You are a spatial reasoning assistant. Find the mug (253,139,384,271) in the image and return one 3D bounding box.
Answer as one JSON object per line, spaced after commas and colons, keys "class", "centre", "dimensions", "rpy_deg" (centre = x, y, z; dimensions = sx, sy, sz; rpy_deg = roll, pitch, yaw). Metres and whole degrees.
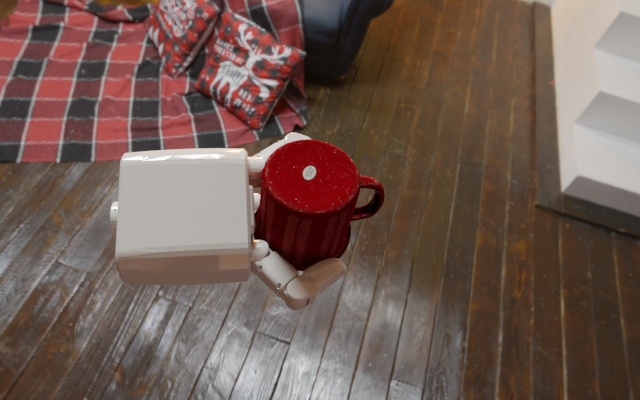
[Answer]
{"class": "mug", "centre": [0.002, 0.001, 0.418], "dimensions": [0.117, 0.093, 0.082], "rpy_deg": [-2, -35, -11]}
